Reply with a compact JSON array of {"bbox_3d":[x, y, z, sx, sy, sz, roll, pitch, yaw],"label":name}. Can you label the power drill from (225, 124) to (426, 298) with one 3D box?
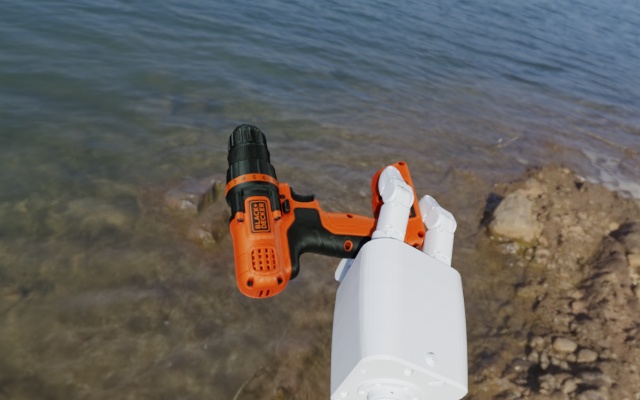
[{"bbox_3d":[0.001,0.002,0.481,0.187,0.184,0.057,-3,-27,-14],"label":"power drill"}]
